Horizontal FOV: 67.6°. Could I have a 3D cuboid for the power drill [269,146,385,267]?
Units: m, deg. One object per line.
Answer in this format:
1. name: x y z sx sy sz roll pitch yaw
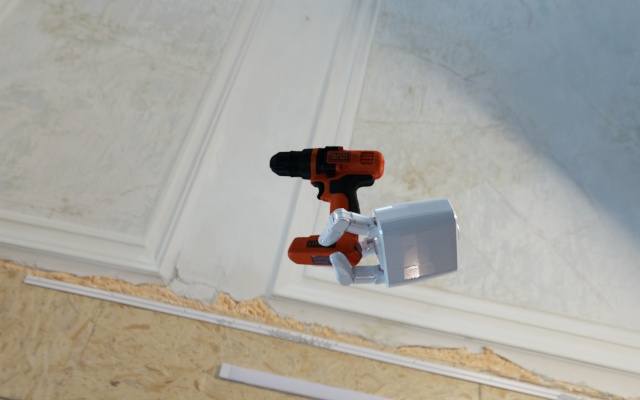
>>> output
1. power drill: 0.000 0.003 0.722 0.184 0.187 0.057 1 -26 14
